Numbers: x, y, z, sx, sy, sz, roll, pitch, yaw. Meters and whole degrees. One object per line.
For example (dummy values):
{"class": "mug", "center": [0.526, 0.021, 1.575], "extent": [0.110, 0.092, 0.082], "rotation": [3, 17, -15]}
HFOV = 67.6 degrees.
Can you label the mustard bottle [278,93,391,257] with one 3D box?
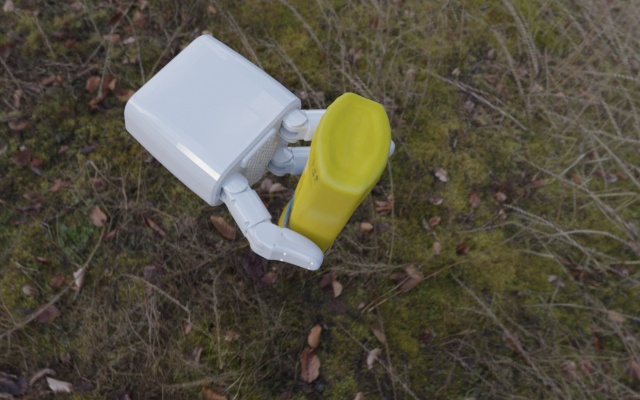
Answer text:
{"class": "mustard bottle", "center": [0.000, 0.001, 0.425], "extent": [0.058, 0.096, 0.192], "rotation": [19, -34, -6]}
